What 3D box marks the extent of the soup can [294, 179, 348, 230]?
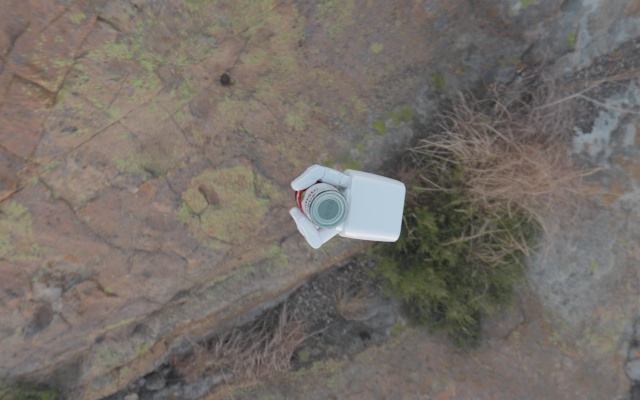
[{"bbox_3d":[0.000,0.003,0.811,0.068,0.068,0.102,0,15,-17],"label":"soup can"}]
